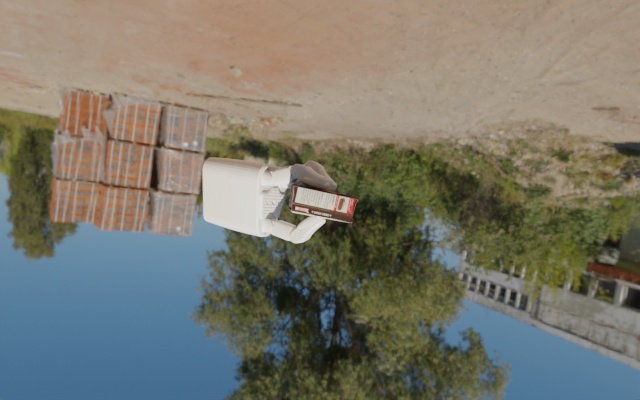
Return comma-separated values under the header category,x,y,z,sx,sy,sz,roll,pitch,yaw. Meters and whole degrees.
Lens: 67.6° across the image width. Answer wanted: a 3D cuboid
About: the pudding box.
category,x,y,z,sx,sy,sz,roll,pitch,yaw
pudding box,0.000,0.002,0.693,0.090,0.039,0.113,11,4,-6
